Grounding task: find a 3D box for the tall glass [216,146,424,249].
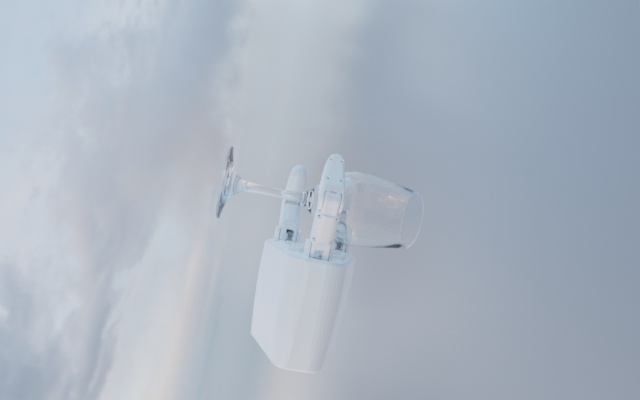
[{"bbox_3d":[-0.001,0.001,0.491,0.201,0.079,0.079,11,-1,-7],"label":"tall glass"}]
